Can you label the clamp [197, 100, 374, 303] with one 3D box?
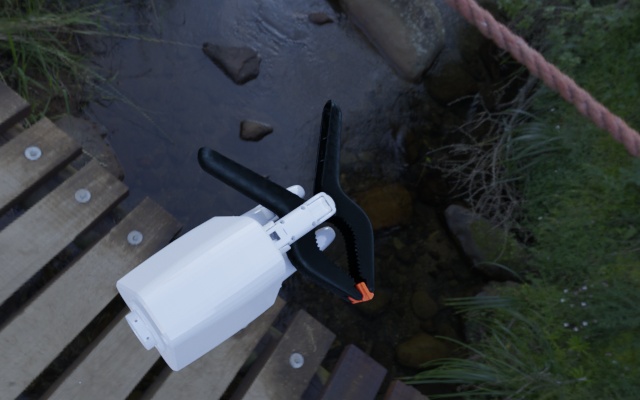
[{"bbox_3d":[0.000,0.002,0.481,0.164,0.210,0.036,-34,-2,-26],"label":"clamp"}]
